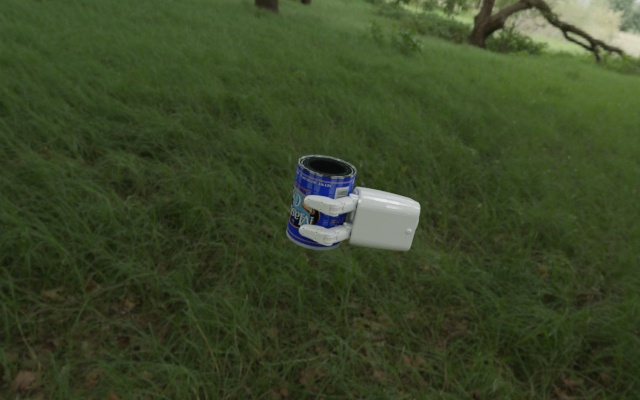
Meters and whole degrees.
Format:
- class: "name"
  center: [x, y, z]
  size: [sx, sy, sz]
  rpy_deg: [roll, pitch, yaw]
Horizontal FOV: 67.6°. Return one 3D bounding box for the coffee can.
- class: "coffee can"
  center: [0.000, 0.003, 0.845]
  size: [0.103, 0.140, 0.102]
  rpy_deg: [9, 23, -4]
